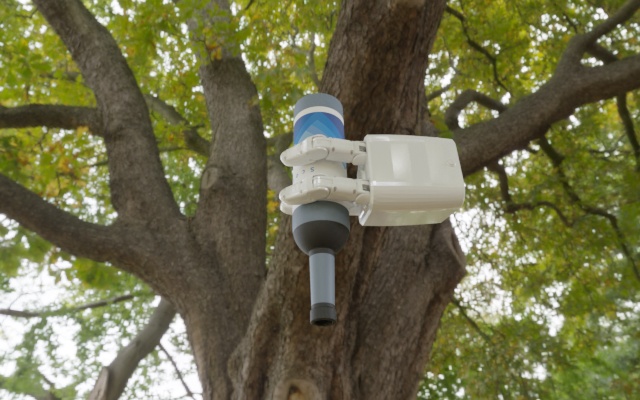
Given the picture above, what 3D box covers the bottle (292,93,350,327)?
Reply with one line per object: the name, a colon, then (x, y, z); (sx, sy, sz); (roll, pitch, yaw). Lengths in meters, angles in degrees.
bottle: (0.000, 0.002, 0.570); (0.069, 0.295, 0.069); (-1, -32, -1)
